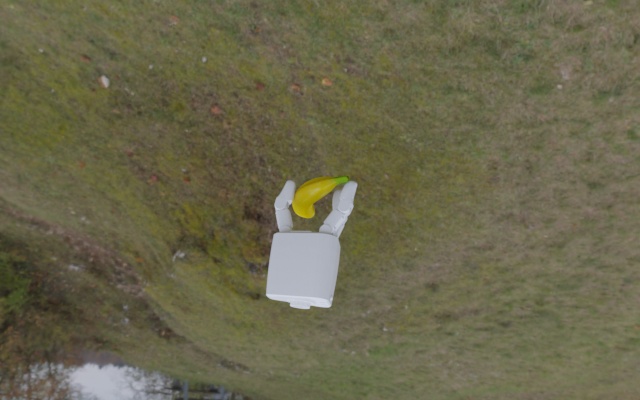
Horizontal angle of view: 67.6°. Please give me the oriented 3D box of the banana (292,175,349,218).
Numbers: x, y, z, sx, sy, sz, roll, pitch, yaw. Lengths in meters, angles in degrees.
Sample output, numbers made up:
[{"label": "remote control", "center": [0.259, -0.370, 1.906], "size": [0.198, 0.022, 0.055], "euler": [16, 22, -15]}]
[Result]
[{"label": "banana", "center": [-0.016, -0.001, 0.854], "size": [0.069, 0.037, 0.198], "euler": [10, -20, -17]}]
